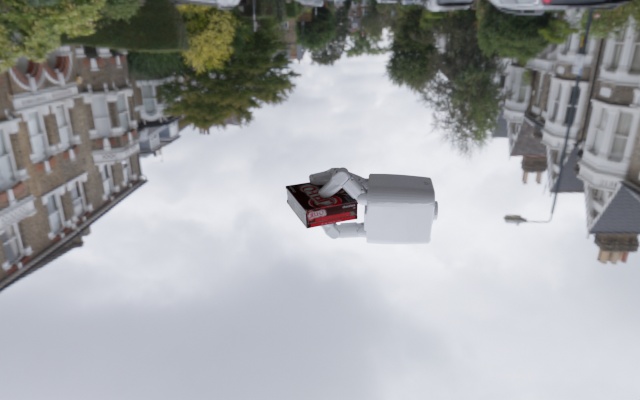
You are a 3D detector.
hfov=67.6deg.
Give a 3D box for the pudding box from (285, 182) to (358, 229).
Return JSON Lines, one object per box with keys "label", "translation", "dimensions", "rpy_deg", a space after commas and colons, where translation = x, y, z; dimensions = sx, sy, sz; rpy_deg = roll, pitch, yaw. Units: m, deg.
{"label": "pudding box", "translation": [0.000, 0.003, 0.797], "dimensions": [0.090, 0.039, 0.113], "rpy_deg": [-9, 23, -19]}
